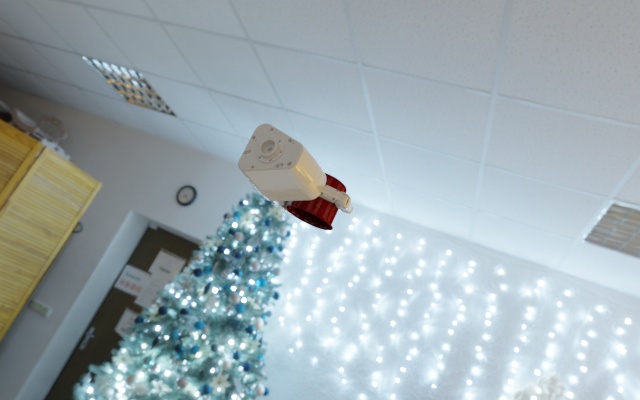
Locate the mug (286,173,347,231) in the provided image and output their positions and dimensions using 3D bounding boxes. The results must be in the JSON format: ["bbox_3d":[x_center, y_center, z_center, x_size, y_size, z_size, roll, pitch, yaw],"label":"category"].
[{"bbox_3d":[0.001,0.003,0.882,0.093,0.081,0.117,18,-17,25],"label":"mug"}]
